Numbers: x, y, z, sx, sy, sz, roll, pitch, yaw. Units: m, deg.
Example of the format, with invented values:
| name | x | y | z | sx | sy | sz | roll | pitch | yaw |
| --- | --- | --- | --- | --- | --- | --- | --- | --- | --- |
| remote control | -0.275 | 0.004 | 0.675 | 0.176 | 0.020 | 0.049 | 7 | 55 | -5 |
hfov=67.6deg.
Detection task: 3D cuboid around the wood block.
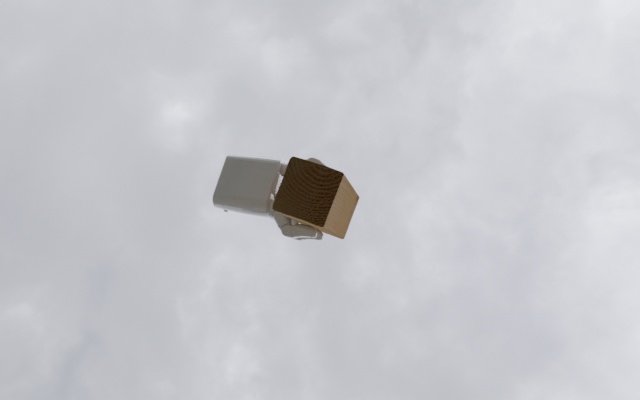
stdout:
| name | x | y | z | sx | sy | sz | roll | pitch | yaw |
| --- | --- | --- | --- | --- | --- | --- | --- | --- | --- |
| wood block | 0.000 | 0.002 | 0.817 | 0.090 | 0.091 | 0.206 | 19 | -5 | 14 |
